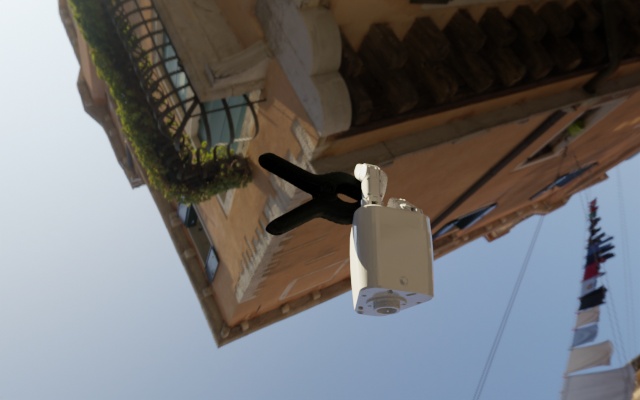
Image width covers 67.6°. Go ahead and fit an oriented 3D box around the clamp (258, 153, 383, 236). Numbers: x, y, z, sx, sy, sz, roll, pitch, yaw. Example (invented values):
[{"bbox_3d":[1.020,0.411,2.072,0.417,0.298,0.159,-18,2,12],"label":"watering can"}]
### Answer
[{"bbox_3d":[0.000,0.002,0.618,0.171,0.120,0.039,10,-32,-14],"label":"clamp"}]
